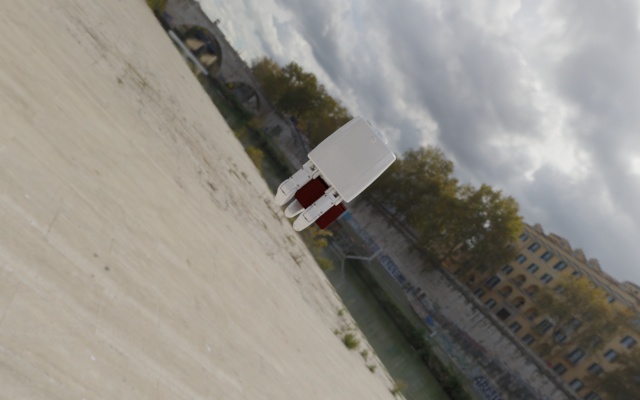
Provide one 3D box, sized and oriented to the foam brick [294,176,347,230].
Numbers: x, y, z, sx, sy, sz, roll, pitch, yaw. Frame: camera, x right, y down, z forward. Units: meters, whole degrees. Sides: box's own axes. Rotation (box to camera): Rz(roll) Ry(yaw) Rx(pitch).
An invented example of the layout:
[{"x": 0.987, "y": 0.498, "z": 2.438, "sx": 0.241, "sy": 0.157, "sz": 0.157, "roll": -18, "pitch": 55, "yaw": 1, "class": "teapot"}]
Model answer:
[{"x": 0.000, "y": 0.003, "z": 0.788, "sx": 0.051, "sy": 0.078, "sz": 0.053, "roll": -40, "pitch": -2, "yaw": 4, "class": "foam brick"}]
